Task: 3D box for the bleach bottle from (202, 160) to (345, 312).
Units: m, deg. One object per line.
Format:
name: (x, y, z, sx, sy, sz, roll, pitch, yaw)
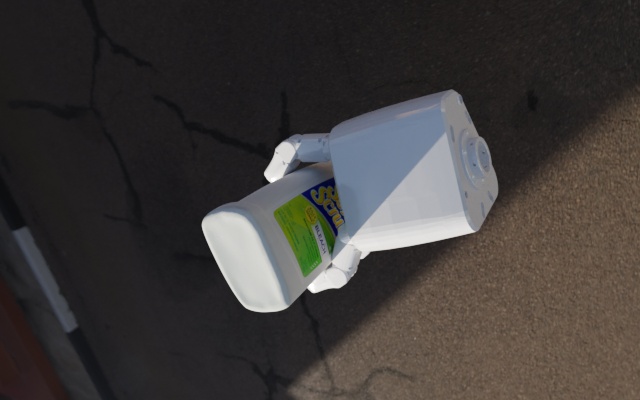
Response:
bleach bottle: (0.000, 0.002, 0.483, 0.068, 0.102, 0.250, -12, 18, 37)
